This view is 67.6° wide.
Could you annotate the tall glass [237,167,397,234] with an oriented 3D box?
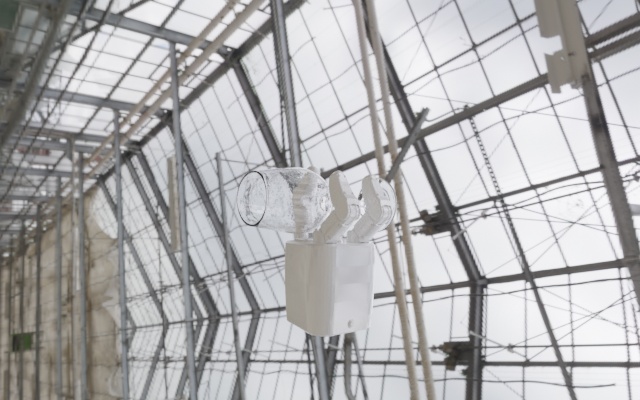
[{"bbox_3d":[0.001,0.002,0.586,0.201,0.079,0.079,4,-2,-40],"label":"tall glass"}]
